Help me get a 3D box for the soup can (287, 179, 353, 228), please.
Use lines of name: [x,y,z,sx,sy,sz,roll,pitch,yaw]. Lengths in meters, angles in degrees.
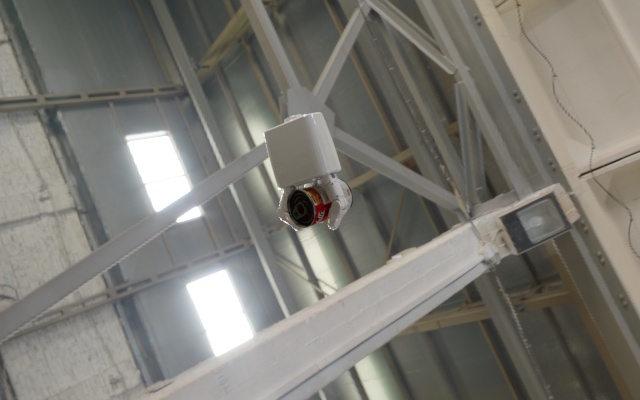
soup can: [0.001,0.003,0.847,0.068,0.068,0.102,0,13,45]
